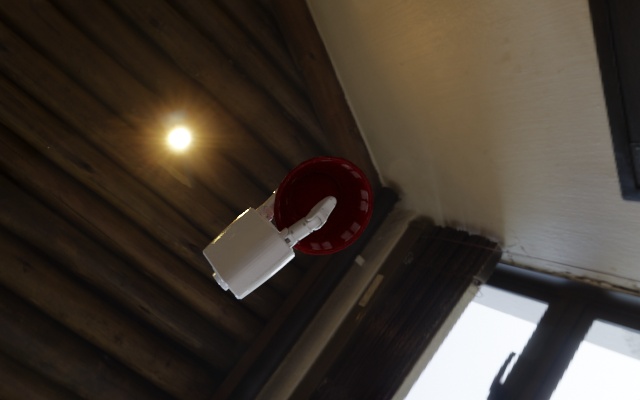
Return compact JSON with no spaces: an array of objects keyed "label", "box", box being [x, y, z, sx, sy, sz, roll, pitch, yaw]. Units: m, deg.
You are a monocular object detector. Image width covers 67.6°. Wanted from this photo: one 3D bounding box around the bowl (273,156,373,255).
[{"label":"bowl","box":[0.001,0.002,0.765,0.162,0.162,0.055,0,17,-16]}]
